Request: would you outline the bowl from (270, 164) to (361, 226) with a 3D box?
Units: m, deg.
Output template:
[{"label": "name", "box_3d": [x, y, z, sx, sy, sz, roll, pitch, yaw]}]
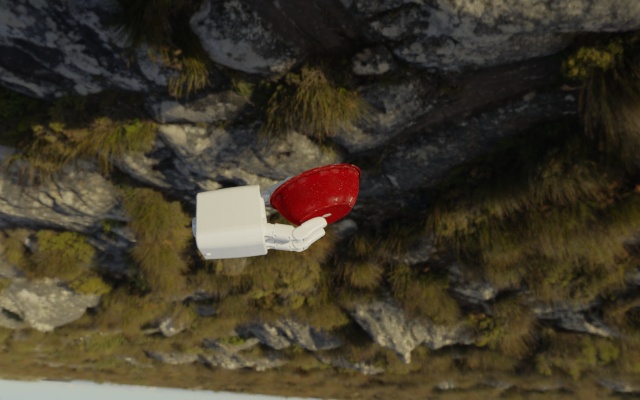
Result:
[{"label": "bowl", "box_3d": [0.002, 0.002, 0.791, 0.162, 0.055, 0.162, -18, -20, -7]}]
